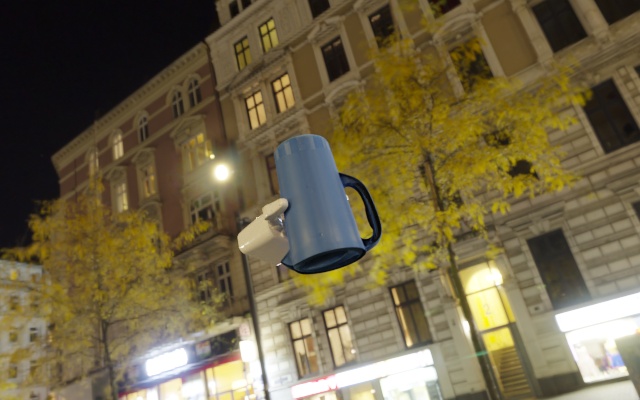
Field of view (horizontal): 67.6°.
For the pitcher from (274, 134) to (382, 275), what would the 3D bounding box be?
[{"bbox_3d":[0.000,0.003,0.878,0.149,0.242,0.145,8,-31,-42],"label":"pitcher"}]
